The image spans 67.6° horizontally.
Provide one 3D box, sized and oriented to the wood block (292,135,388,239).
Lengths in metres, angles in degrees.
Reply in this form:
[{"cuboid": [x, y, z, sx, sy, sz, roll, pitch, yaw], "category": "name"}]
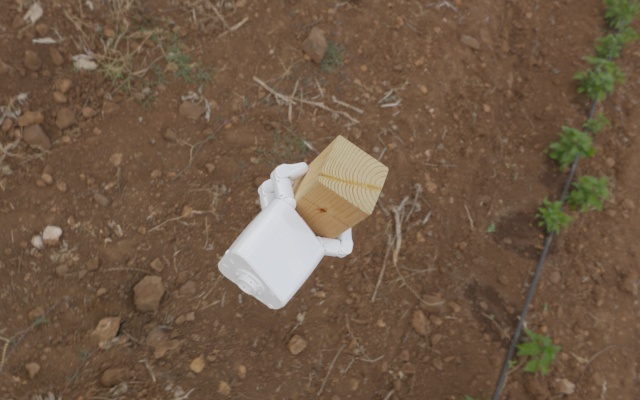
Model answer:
[{"cuboid": [0.000, 0.003, 0.731, 0.091, 0.090, 0.206, 33, -34, -13], "category": "wood block"}]
